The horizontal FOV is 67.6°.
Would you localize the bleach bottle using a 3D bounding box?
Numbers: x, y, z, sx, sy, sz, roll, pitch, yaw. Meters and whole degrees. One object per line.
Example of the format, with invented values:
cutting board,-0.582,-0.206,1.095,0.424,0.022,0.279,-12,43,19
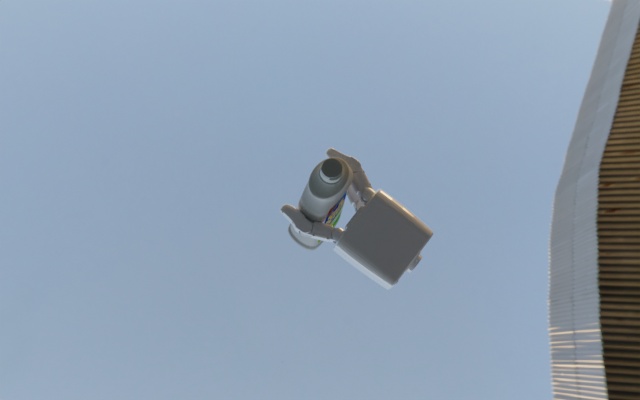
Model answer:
bleach bottle,0.000,0.002,0.750,0.068,0.102,0.251,38,-17,8
